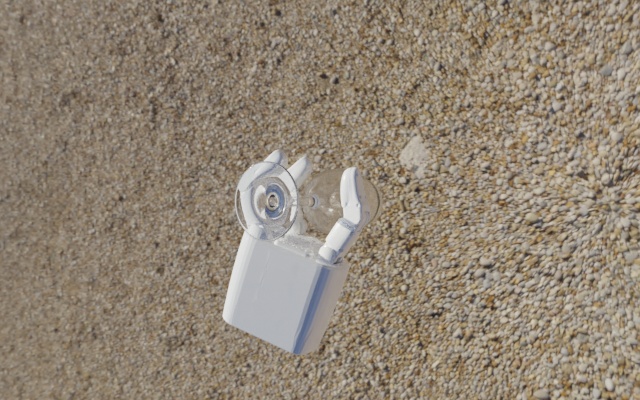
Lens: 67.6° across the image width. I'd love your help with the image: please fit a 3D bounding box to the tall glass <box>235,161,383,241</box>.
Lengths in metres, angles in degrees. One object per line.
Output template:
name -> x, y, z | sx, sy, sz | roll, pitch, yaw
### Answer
tall glass -> 0.000, 0.002, 0.525 | 0.079, 0.079, 0.201 | 0, 0, 31
